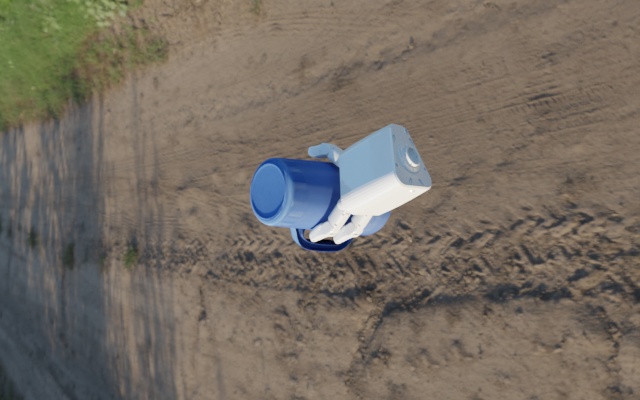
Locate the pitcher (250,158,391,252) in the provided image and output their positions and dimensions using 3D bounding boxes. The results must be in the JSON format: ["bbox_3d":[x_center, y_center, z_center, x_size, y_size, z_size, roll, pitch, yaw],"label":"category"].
[{"bbox_3d":[0.000,0.003,0.829,0.243,0.149,0.145,5,-23,-44],"label":"pitcher"}]
